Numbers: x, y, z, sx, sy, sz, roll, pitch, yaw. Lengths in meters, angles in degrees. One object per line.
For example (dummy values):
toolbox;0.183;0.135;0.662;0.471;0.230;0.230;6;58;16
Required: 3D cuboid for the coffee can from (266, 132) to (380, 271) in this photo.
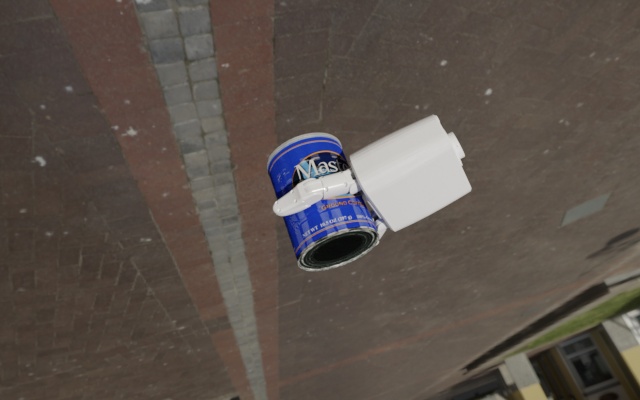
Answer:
coffee can;0.000;0.002;0.593;0.103;0.140;0.103;-16;-28;-9
